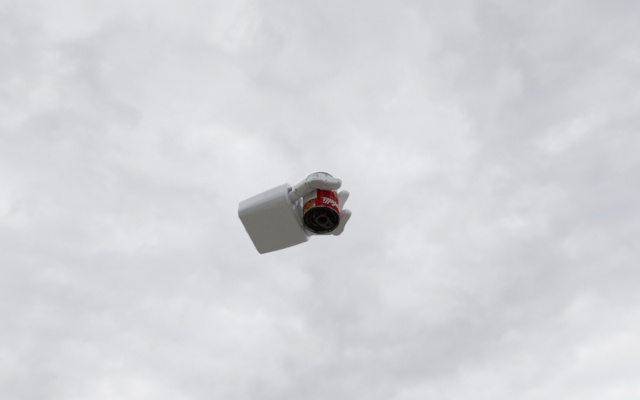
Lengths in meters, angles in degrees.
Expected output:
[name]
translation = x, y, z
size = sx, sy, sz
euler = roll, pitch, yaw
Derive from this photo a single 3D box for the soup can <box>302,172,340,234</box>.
[soup can]
translation = 0.001, 0.002, 0.887
size = 0.068, 0.069, 0.102
euler = 0, 41, -1
